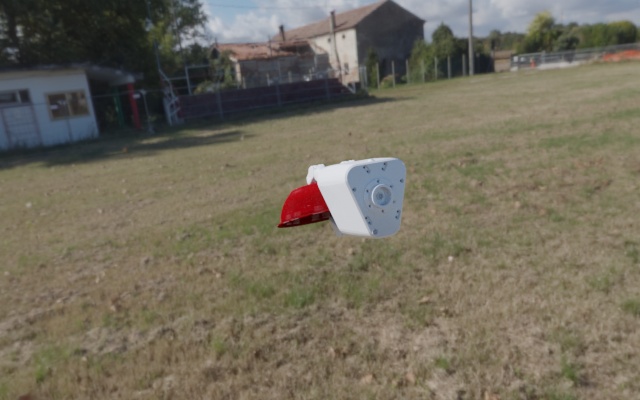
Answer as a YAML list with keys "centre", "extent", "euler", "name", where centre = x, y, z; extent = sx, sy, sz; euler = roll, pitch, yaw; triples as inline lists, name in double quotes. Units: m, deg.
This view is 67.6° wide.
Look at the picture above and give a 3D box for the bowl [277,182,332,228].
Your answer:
- centre: [-0.001, 0.003, 0.810]
  extent: [0.162, 0.055, 0.162]
  euler: [-13, -7, -2]
  name: "bowl"
